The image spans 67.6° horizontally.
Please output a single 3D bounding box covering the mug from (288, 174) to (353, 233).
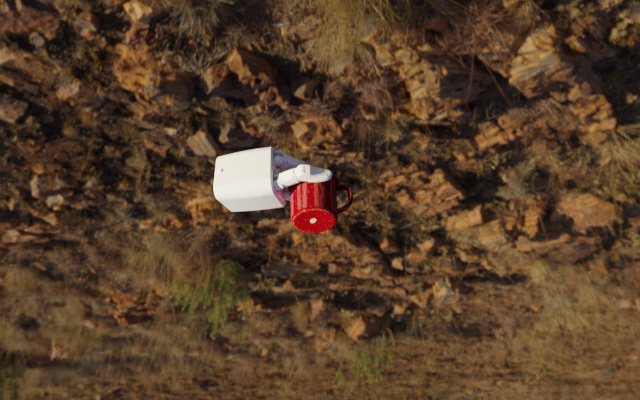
[{"bbox_3d":[0.002,0.003,0.847,0.117,0.081,0.093,-7,-35,7],"label":"mug"}]
